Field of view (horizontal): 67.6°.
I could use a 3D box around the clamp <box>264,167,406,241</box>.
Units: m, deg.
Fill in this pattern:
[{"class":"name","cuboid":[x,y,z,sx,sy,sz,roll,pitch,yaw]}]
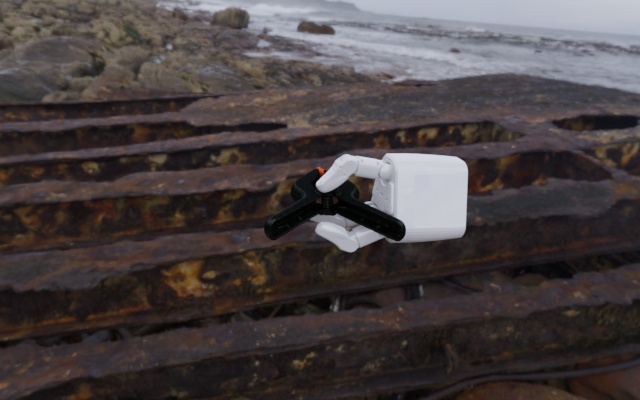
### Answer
[{"class":"clamp","cuboid":[0.000,0.001,0.628,0.164,0.036,0.210,-1,22,-13]}]
